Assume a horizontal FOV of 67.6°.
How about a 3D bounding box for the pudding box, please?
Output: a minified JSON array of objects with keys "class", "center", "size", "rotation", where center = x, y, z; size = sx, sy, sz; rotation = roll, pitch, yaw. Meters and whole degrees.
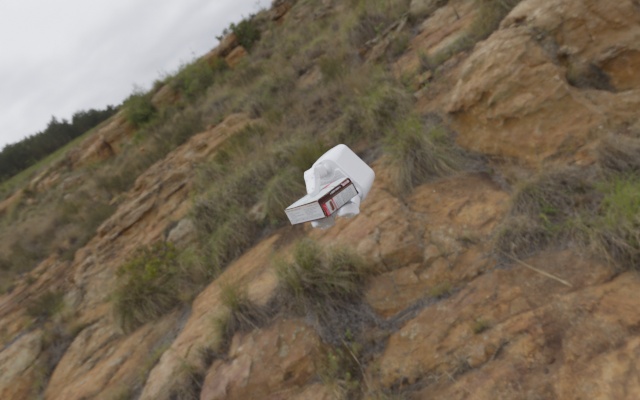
[{"class":"pudding box","center":[0.000,0.003,0.862],"size":[0.090,0.039,0.113],"rotation":[-37,11,-34]}]
